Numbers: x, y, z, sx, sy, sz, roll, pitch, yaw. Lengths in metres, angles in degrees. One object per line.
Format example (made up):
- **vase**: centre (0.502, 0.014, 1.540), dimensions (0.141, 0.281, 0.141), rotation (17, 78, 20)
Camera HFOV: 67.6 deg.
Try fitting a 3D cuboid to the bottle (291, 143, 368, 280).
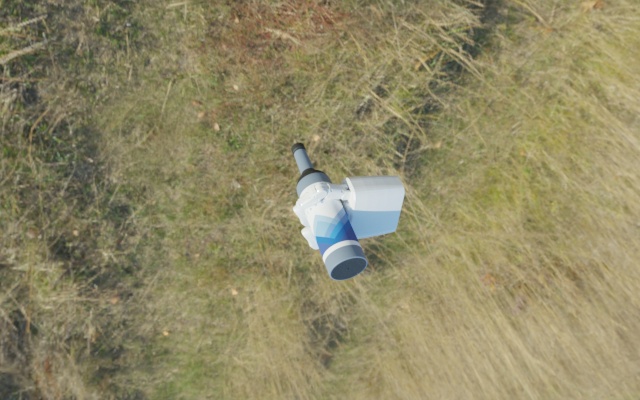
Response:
- **bottle**: centre (0.000, 0.003, 0.861), dimensions (0.069, 0.295, 0.069), rotation (-14, -38, -11)
